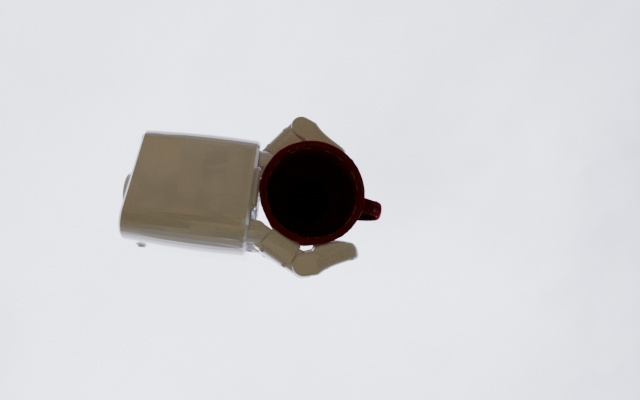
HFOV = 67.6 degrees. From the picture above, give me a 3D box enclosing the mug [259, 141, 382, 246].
[{"bbox_3d":[0.001,0.002,0.456,0.117,0.093,0.081,8,-12,-6],"label":"mug"}]
